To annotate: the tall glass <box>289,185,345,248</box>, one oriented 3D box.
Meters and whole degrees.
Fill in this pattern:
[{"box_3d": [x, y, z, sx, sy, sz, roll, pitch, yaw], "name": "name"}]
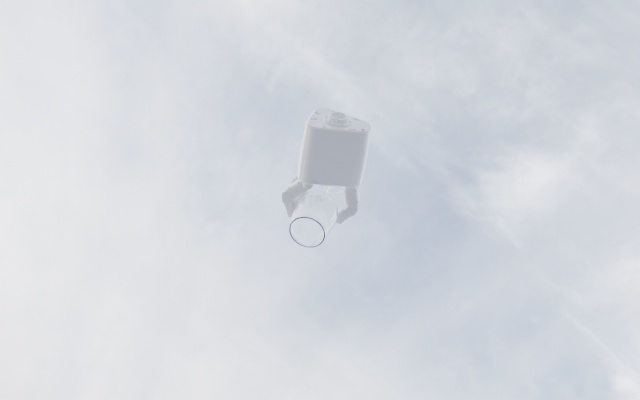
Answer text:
[{"box_3d": [0.000, 0.003, 0.873, 0.079, 0.079, 0.201, 0, 31, 15], "name": "tall glass"}]
